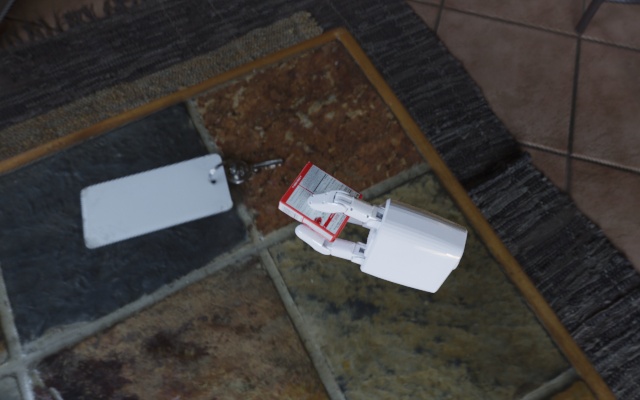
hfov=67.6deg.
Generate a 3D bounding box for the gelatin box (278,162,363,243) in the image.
[{"bbox_3d":[0.000,0.002,0.640,0.089,0.073,0.030,33,-23,3],"label":"gelatin box"}]
